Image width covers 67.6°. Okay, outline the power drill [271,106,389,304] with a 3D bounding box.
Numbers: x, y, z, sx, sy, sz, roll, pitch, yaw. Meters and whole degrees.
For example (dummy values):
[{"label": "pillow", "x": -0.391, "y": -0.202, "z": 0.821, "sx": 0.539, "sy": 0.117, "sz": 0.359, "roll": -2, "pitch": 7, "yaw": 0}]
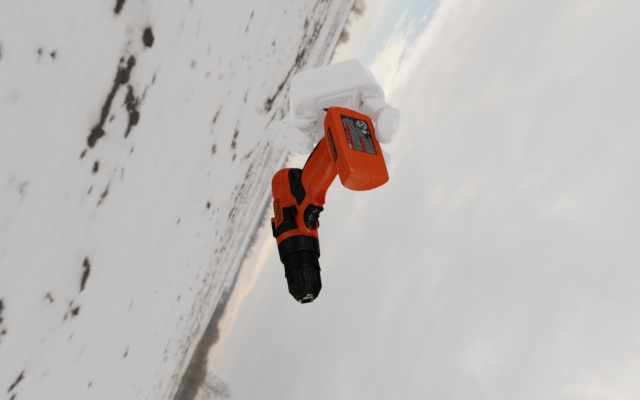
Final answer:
[{"label": "power drill", "x": 0.000, "y": 0.001, "z": 0.545, "sx": 0.057, "sy": 0.184, "sz": 0.188, "roll": 8, "pitch": -38, "yaw": -30}]
